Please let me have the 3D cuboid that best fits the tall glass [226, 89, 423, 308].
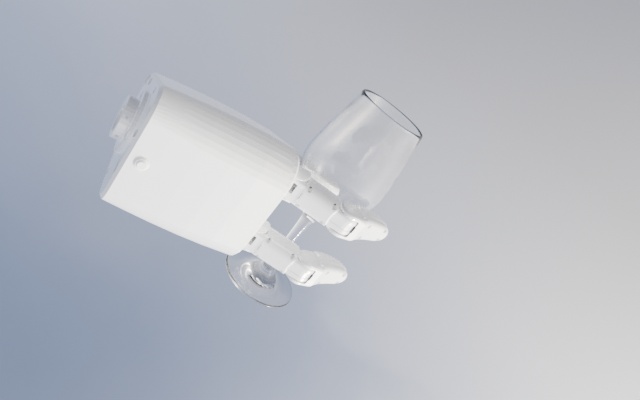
[{"bbox_3d":[0.000,0.002,0.419,0.079,0.201,0.079,33,22,-16],"label":"tall glass"}]
